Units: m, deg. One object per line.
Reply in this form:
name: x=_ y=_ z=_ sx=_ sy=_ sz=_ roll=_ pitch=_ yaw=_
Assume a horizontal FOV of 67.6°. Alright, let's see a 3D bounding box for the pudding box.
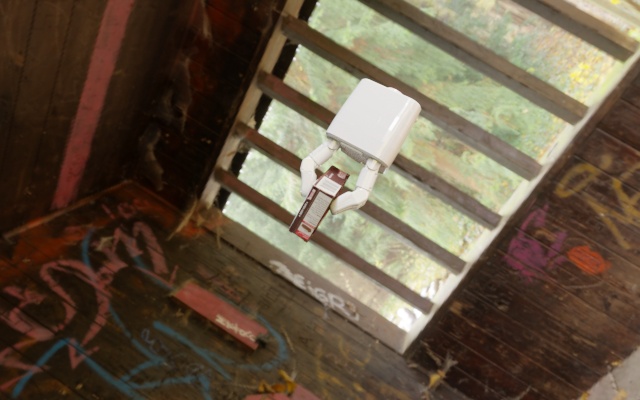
pudding box: x=0.000 y=0.002 z=0.742 sx=0.039 sy=0.090 sz=0.113 roll=32 pitch=25 yaw=5
